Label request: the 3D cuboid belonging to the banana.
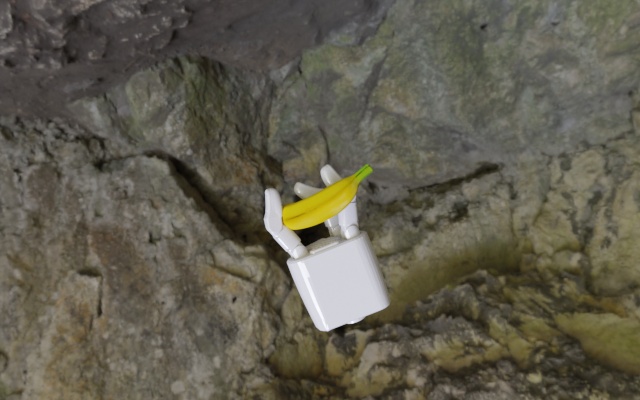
[{"bbox_3d":[-0.010,0.010,0.620,0.069,0.037,0.198,-35,7,-38],"label":"banana"}]
